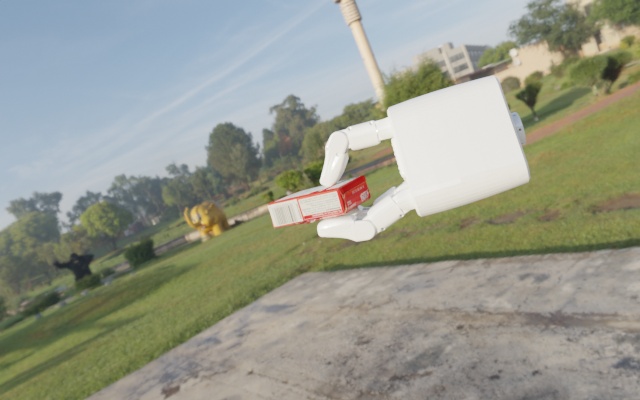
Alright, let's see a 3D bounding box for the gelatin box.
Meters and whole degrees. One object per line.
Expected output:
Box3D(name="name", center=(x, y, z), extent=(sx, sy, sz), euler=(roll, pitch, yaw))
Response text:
Box3D(name="gelatin box", center=(0.000, 0.001, 0.513), extent=(0.089, 0.030, 0.073), euler=(-12, 7, 27))
